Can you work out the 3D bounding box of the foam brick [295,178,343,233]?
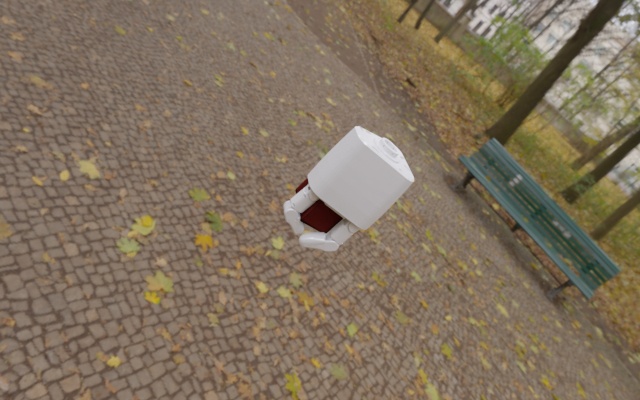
[{"bbox_3d":[0.000,0.002,0.738,0.053,0.051,0.078,30,28,-31],"label":"foam brick"}]
